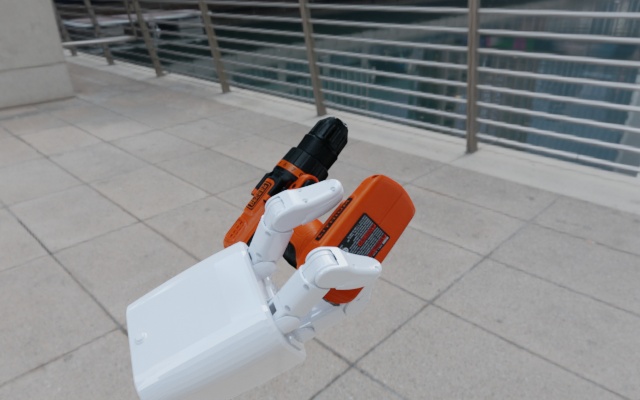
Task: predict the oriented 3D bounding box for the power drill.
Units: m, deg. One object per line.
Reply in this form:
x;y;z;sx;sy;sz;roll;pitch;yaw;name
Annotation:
0.000;0.002;0.443;0.057;0.184;0.187;40;-8;-28;power drill
